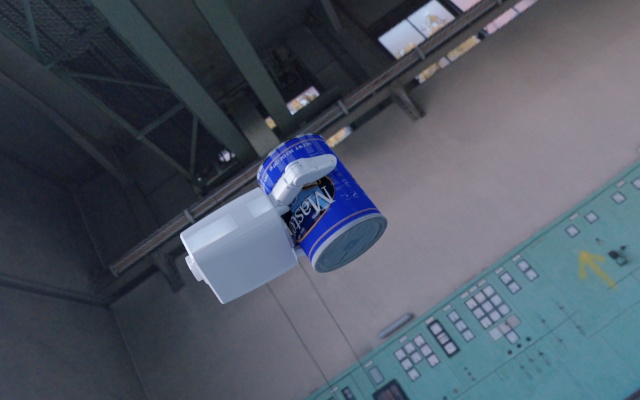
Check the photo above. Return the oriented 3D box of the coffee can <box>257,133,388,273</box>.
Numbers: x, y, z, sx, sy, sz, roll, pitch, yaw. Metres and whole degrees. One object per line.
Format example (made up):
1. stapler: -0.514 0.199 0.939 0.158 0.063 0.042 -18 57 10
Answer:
1. coffee can: 0.000 0.002 0.585 0.103 0.140 0.103 -28 -26 -15
